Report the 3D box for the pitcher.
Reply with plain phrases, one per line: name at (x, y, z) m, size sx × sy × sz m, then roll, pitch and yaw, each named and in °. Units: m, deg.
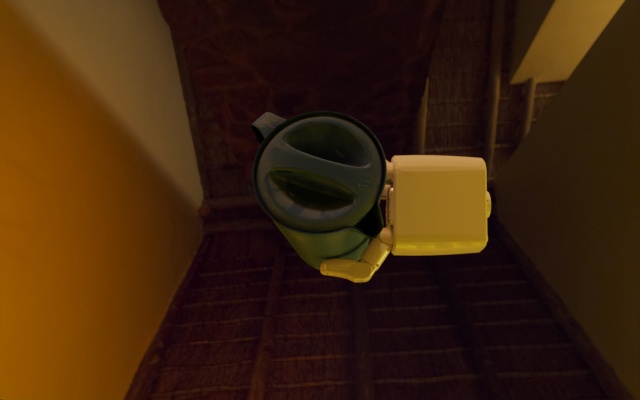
pitcher at (0.000, 0.002, 0.577) m, size 0.145 × 0.149 × 0.243 m, roll 0°, pitch -20°, yaw 4°
